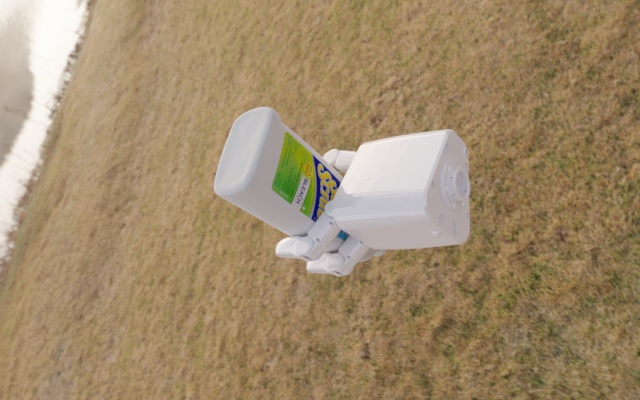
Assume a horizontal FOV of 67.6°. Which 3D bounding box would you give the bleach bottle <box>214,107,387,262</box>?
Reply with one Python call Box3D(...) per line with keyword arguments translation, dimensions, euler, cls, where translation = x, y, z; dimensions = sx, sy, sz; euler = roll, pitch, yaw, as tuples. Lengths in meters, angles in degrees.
Box3D(translation=(0.000, 0.002, 0.551), dimensions=(0.068, 0.102, 0.251), euler=(-5, -28, 42), cls="bleach bottle")
